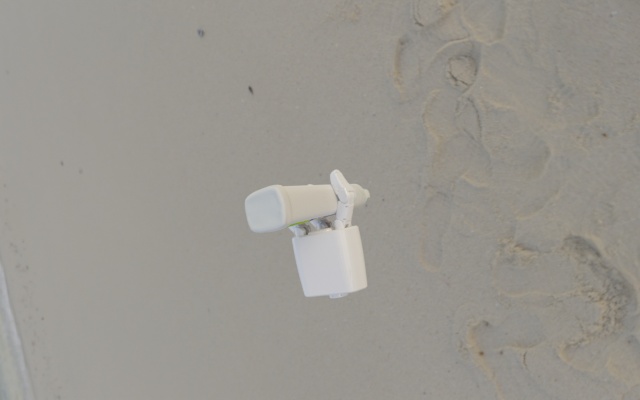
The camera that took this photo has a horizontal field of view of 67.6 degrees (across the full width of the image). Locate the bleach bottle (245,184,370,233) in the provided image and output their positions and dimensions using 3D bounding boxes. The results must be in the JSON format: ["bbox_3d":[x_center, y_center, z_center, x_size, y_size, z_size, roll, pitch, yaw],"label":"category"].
[{"bbox_3d":[0.000,0.003,0.815,0.251,0.068,0.102,-8,-5,-44],"label":"bleach bottle"}]
